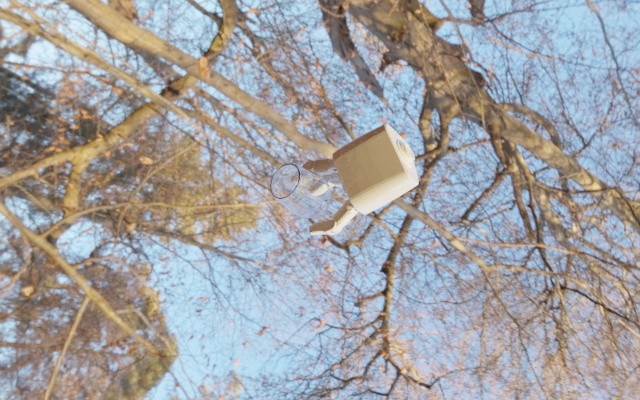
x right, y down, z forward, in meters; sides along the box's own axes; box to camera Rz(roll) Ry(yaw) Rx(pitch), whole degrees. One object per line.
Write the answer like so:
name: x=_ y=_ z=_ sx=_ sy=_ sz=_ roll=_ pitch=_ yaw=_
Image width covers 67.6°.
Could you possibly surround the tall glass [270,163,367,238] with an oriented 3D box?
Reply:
tall glass: x=0.000 y=0.003 z=0.839 sx=0.079 sy=0.079 sz=0.201 roll=0 pitch=-20 yaw=38
